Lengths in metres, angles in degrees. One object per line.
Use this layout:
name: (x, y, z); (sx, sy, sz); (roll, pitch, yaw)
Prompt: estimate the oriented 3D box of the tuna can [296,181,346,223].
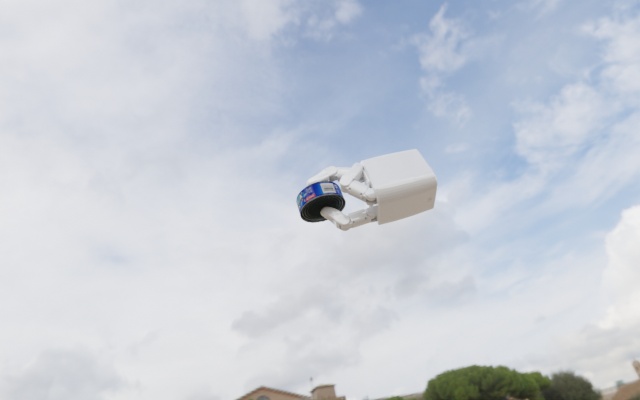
tuna can: (0.000, 0.002, 0.864); (0.086, 0.033, 0.086); (-14, -33, -9)
